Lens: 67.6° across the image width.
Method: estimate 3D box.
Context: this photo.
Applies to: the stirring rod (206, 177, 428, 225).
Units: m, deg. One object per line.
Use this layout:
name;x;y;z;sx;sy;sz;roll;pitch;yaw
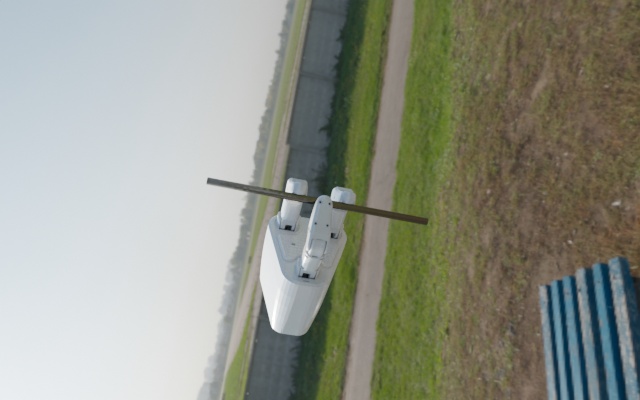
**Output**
stirring rod;0.000;0.002;0.510;0.239;0.011;0.011;11;-2;-8
